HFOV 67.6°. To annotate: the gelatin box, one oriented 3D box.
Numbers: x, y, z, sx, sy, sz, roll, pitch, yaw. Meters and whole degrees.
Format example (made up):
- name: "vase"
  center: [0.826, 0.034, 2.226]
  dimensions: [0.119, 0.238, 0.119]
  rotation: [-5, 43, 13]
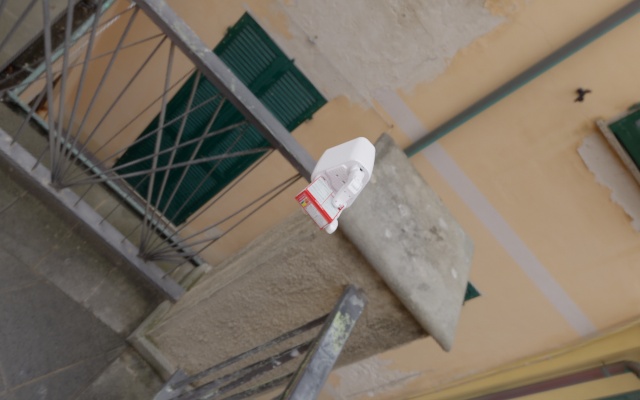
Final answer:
- name: "gelatin box"
  center: [0.000, 0.003, 0.849]
  dimensions: [0.030, 0.073, 0.089]
  rotation: [-37, 5, 26]
